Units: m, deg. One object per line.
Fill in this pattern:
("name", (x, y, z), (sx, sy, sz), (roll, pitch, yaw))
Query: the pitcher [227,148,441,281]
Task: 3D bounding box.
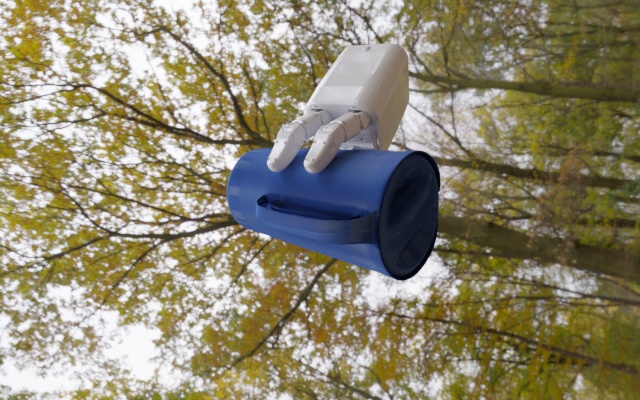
("pitcher", (0.000, 0.002, 0.545), (0.243, 0.145, 0.149), (10, -28, 38))
